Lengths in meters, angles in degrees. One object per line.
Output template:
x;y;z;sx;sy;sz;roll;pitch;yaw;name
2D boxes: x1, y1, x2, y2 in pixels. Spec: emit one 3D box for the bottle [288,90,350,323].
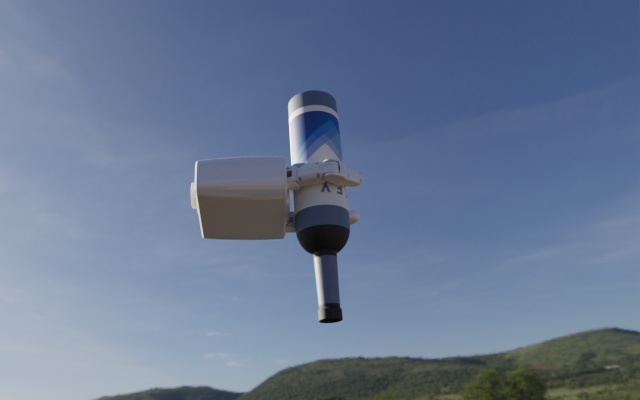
0.000;0.002;0.596;0.069;0.295;0.069;-4;-25;-2;bottle
